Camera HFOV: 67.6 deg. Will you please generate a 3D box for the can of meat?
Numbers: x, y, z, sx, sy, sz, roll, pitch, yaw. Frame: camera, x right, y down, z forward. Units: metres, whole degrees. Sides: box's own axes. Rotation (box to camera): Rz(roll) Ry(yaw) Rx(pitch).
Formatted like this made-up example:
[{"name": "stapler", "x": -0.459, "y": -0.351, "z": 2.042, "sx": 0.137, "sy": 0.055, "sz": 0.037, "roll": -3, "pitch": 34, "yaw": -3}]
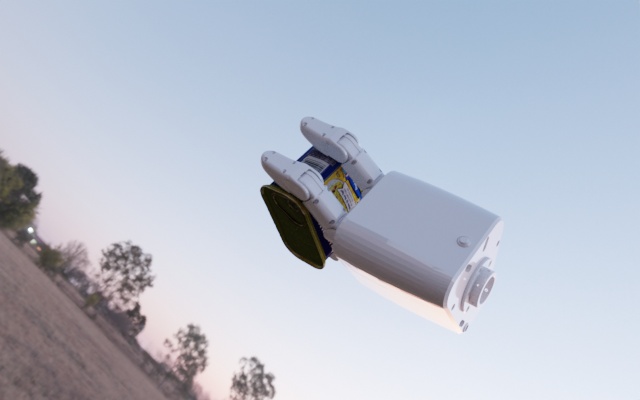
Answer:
[{"name": "can of meat", "x": 0.000, "y": 0.001, "z": 0.464, "sx": 0.057, "sy": 0.102, "sz": 0.084, "roll": 23, "pitch": 57, "yaw": 38}]
